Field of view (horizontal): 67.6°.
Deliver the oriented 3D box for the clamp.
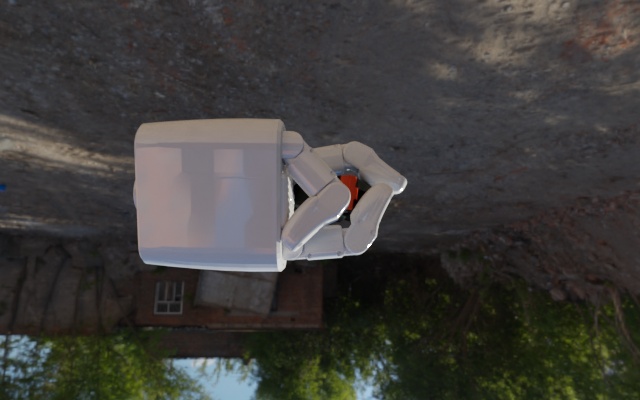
[{"bbox_3d":[0.000,0.002,0.453,0.120,0.039,0.171,1,-10,1],"label":"clamp"}]
